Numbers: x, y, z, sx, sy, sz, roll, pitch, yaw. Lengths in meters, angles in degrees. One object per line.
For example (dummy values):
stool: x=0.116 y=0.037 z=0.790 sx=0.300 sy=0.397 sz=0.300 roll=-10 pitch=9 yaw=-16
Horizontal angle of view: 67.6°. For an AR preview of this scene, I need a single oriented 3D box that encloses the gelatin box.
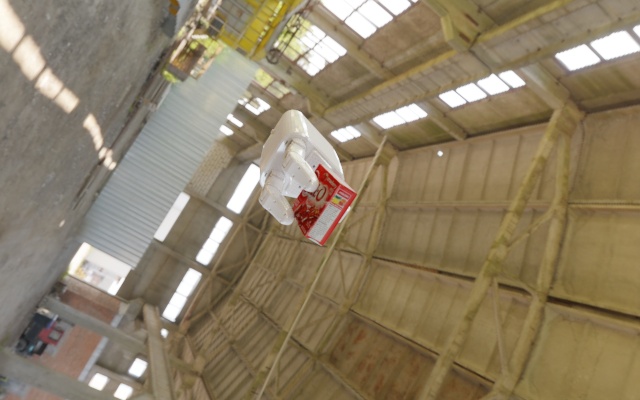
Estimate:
gelatin box: x=0.001 y=0.002 z=0.573 sx=0.030 sy=0.073 sz=0.089 roll=30 pitch=9 yaw=-24
